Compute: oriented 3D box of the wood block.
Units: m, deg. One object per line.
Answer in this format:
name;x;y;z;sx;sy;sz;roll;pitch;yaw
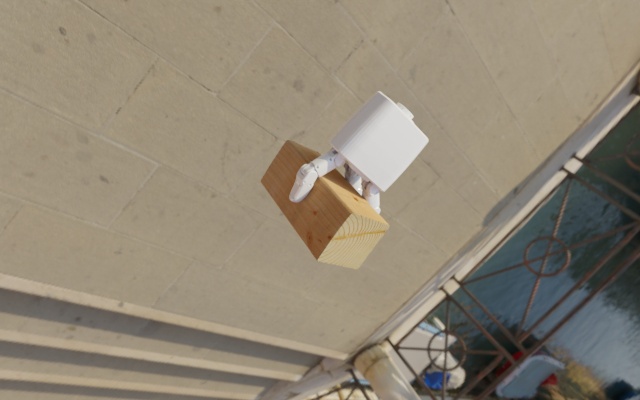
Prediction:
wood block;0.000;0.002;0.752;0.091;0.090;0.206;19;22;-43
